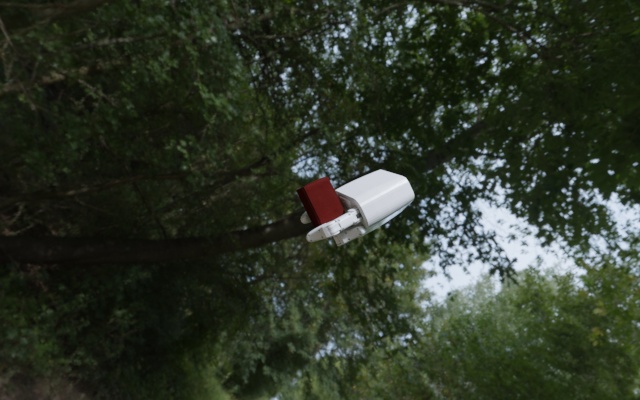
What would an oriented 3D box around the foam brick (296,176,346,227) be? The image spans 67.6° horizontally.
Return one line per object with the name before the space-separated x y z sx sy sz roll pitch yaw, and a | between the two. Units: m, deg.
foam brick | 0.000 0.003 0.843 0.051 0.078 0.053 -27 5 -15
